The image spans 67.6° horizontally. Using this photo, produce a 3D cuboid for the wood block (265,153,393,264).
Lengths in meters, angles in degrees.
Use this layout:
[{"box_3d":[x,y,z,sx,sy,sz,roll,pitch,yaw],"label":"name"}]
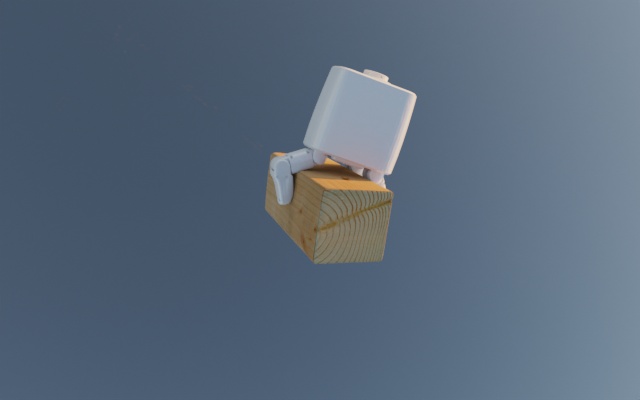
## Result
[{"box_3d":[0.000,0.002,0.632,0.091,0.090,0.206,2,15,-23],"label":"wood block"}]
